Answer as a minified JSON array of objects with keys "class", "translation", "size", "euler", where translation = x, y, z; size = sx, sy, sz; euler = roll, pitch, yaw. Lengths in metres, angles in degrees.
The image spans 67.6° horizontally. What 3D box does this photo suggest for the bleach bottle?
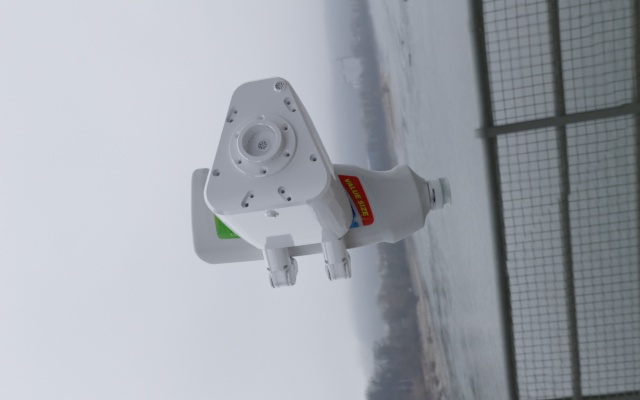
[{"class":"bleach bottle","translation":[0.000,0.002,0.480],"size":[0.251,0.102,0.068],"euler":[-8,-18,7]}]
